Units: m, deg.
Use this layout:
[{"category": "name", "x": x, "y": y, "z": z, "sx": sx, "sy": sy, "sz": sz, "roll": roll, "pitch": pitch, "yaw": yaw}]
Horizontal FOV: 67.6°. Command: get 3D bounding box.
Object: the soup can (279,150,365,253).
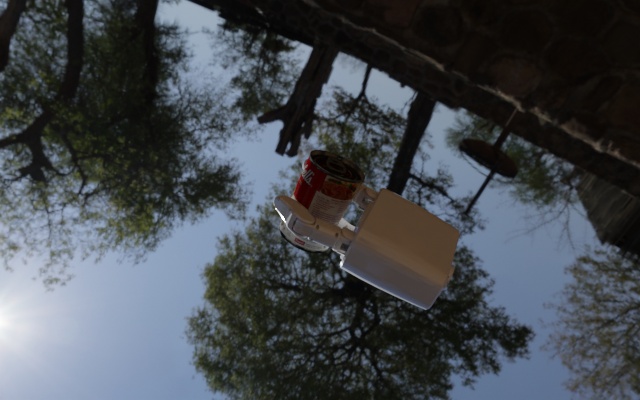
[{"category": "soup can", "x": -0.001, "y": 0.002, "z": 0.556, "sx": 0.068, "sy": 0.102, "sz": 0.068, "roll": 21, "pitch": 24, "yaw": -10}]
